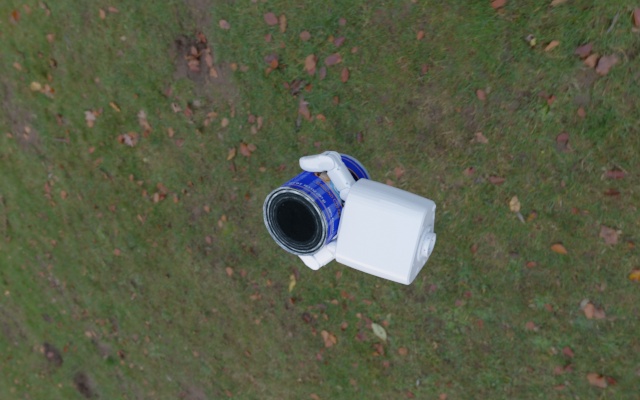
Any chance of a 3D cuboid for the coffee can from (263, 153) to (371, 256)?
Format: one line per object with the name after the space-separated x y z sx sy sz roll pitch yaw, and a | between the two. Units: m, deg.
0.000 0.002 0.688 0.103 0.103 0.140 0 23 34 | coffee can
